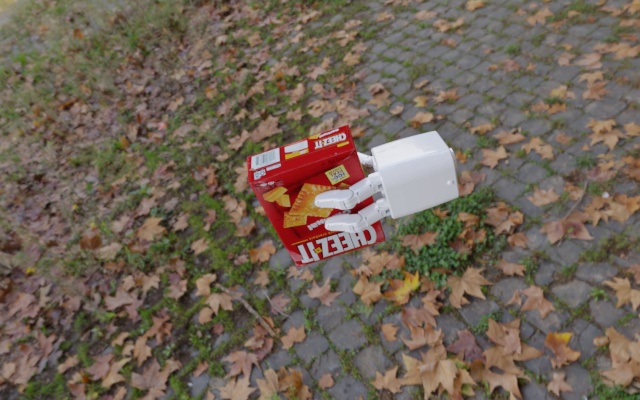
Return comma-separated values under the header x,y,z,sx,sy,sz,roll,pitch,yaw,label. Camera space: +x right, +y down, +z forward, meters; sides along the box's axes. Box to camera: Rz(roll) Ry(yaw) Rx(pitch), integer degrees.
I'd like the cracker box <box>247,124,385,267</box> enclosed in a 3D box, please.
x,y,z,sx,sy,sz,roll,pitch,yaw,label
0.000,0.002,0.760,0.164,0.214,0.072,-17,43,7,cracker box
